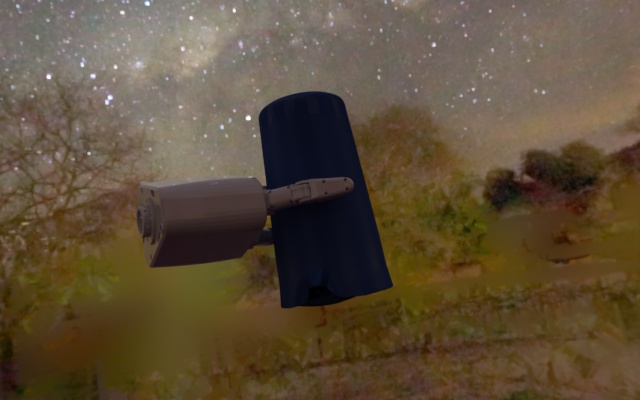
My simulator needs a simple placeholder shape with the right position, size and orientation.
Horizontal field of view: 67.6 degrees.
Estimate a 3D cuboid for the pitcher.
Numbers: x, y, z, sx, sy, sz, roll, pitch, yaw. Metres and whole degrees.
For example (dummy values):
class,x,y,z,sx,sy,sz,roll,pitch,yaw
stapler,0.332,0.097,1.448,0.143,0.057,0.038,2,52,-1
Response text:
class,x,y,z,sx,sy,sz,roll,pitch,yaw
pitcher,0.000,0.002,0.583,0.145,0.243,0.149,-6,-8,-30
